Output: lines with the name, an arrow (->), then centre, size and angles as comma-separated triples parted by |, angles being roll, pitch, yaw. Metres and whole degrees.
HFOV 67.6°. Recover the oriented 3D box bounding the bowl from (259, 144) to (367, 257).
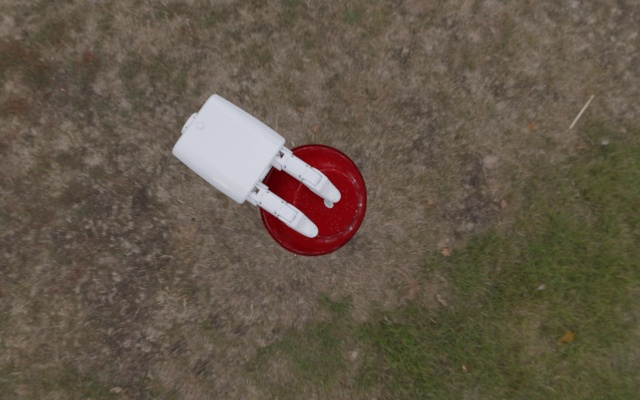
bowl -> 0.001, 0.003, 0.656 | 0.162, 0.162, 0.055 | 0, 4, -19
